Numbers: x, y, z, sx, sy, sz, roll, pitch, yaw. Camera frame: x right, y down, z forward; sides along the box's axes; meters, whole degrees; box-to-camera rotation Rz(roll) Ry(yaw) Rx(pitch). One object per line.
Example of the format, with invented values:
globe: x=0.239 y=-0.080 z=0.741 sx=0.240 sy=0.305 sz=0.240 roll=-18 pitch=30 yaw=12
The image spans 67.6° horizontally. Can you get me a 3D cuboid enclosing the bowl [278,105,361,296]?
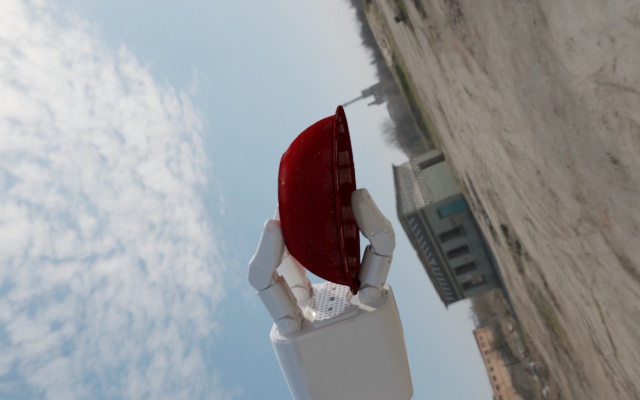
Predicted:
bowl: x=0.000 y=0.000 z=0.414 sx=0.055 sy=0.162 sz=0.162 roll=-4 pitch=-1 yaw=9
